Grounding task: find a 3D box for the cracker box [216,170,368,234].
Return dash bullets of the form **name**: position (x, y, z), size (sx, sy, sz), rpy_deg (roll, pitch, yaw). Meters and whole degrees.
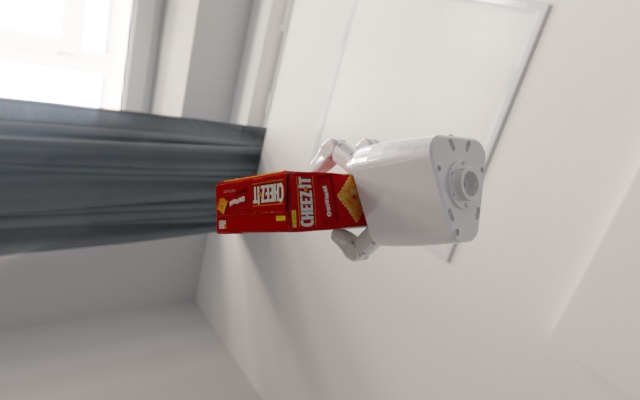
- **cracker box**: position (0.000, 0.002, 0.603), size (0.214, 0.072, 0.164), rpy_deg (-1, -3, -39)
